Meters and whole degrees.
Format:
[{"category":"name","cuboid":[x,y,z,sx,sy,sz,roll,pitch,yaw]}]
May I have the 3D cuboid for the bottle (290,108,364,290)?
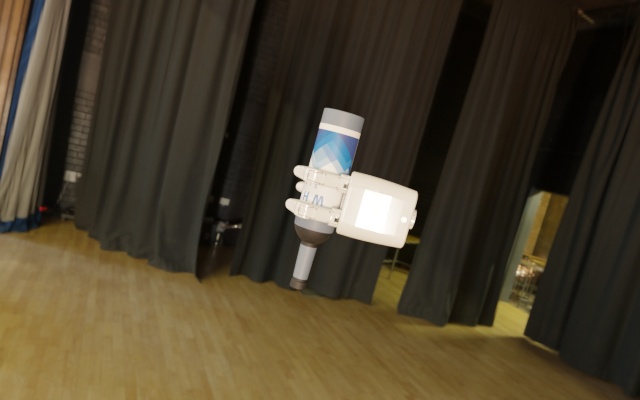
[{"category":"bottle","cuboid":[0.000,0.002,0.777,0.069,0.296,0.069,15,6,-2]}]
